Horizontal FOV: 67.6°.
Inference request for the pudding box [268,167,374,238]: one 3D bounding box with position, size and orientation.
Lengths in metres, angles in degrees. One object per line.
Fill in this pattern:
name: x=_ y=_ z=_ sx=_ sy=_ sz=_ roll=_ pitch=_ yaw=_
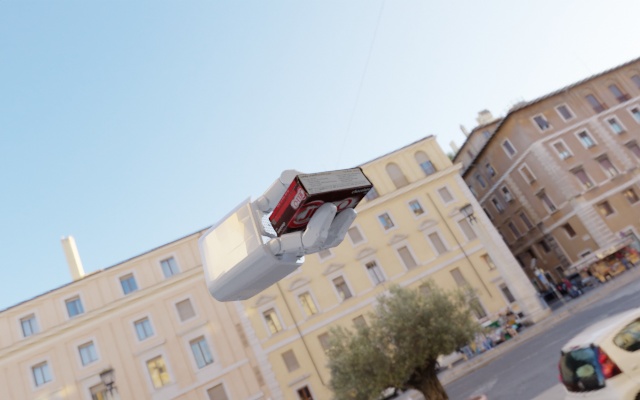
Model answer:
pudding box: x=0.000 y=0.002 z=0.614 sx=0.113 sy=0.039 sz=0.090 roll=-13 pitch=-29 yaw=-41
